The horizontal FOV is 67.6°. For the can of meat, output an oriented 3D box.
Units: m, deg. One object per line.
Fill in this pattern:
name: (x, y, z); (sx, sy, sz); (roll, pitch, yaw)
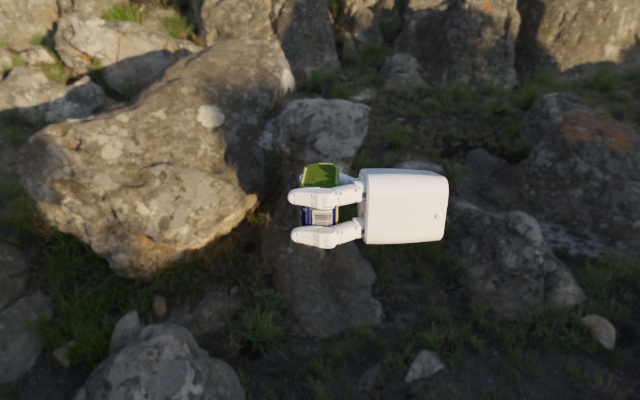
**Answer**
can of meat: (0.000, 0.002, 0.674); (0.057, 0.084, 0.102); (1, 26, 2)
